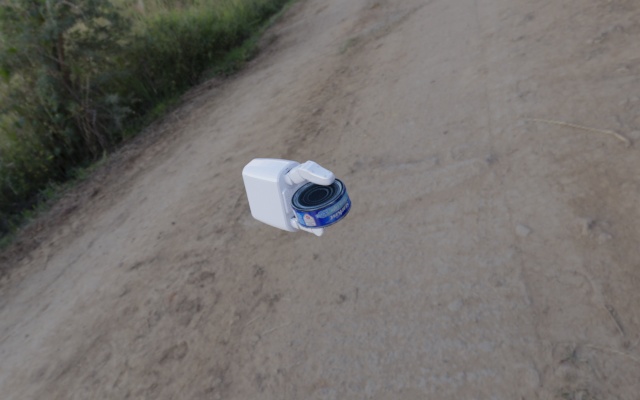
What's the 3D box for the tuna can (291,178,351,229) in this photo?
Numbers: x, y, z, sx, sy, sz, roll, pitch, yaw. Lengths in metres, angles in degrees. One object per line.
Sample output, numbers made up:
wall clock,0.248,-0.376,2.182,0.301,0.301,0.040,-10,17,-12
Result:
tuna can,0.000,0.002,0.704,0.086,0.034,0.086,-15,32,9
